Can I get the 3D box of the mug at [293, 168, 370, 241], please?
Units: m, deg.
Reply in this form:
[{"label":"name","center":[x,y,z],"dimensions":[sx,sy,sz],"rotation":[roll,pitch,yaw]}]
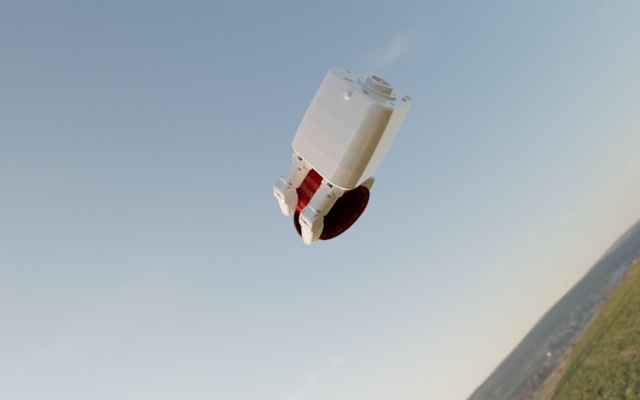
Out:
[{"label":"mug","center":[-0.001,0.003,0.649],"dimensions":[0.093,0.117,0.081],"rotation":[-6,44,-49]}]
